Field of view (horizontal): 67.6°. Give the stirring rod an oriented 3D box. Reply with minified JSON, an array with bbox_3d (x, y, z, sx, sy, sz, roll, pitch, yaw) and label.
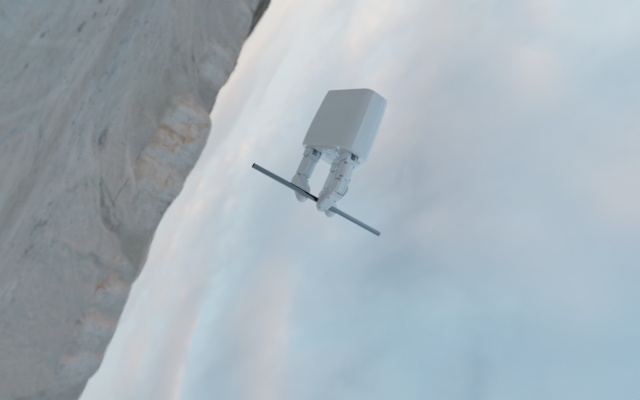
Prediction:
[{"bbox_3d":[0.000,0.002,0.726,0.239,0.011,0.011,29,-13,-26],"label":"stirring rod"}]
